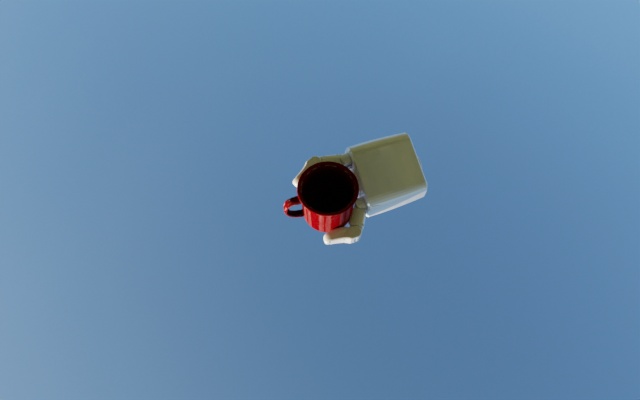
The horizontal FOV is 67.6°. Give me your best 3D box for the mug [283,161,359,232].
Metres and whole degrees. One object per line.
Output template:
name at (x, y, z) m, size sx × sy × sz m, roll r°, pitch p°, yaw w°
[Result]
mug at (-0.001, 0.003, 0.744) m, size 0.117 × 0.093 × 0.081 m, roll -17°, pitch -25°, yaw -8°
